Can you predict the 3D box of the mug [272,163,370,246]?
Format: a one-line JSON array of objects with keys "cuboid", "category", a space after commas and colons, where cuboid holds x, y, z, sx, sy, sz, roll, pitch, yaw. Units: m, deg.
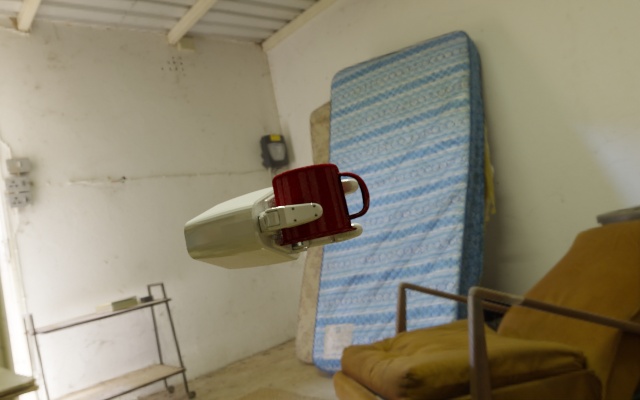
[{"cuboid": [0.001, 0.001, 0.559, 0.117, 0.081, 0.093, -14, -5, 21], "category": "mug"}]
